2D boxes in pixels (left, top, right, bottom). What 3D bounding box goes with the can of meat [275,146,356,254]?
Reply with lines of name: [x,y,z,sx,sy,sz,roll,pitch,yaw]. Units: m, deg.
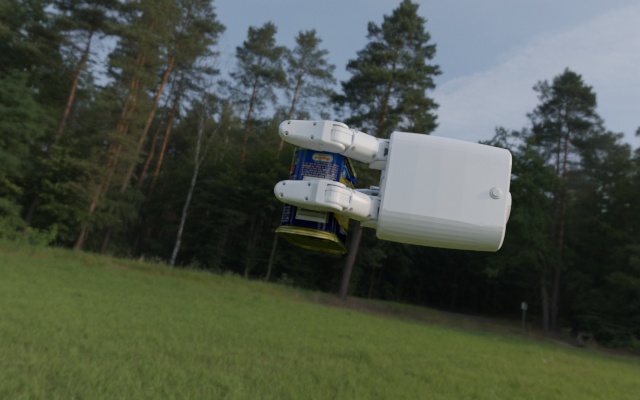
can of meat: [0.000,0.001,0.463,0.057,0.084,0.102,8,-12,12]
